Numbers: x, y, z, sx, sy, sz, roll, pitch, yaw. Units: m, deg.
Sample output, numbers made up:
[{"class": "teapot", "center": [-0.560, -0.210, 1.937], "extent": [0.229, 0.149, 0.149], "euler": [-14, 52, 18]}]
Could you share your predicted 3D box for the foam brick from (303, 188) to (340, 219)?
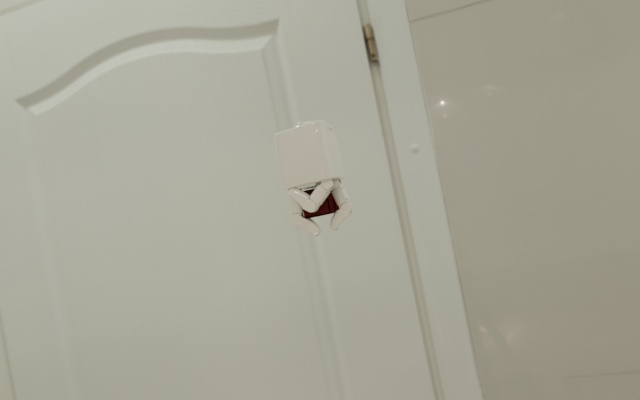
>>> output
[{"class": "foam brick", "center": [0.000, 0.003, 0.896], "extent": [0.053, 0.051, 0.078], "euler": [-12, -2, 14]}]
